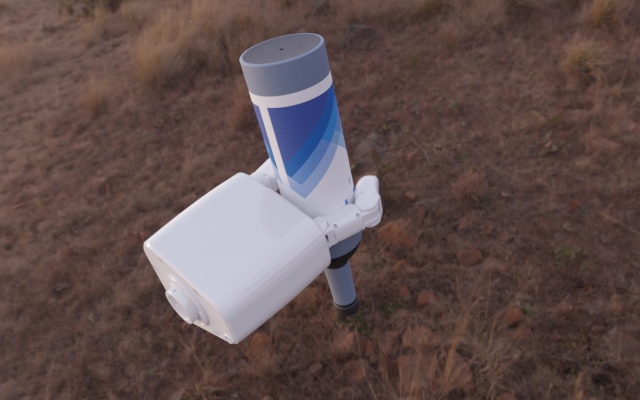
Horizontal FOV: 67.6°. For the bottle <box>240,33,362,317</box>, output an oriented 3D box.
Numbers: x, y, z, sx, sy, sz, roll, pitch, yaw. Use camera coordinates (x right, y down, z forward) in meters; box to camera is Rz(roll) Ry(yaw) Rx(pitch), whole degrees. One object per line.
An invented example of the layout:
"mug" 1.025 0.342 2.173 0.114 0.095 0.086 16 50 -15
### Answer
"bottle" 0.000 0.001 0.447 0.069 0.296 0.069 -10 35 7
